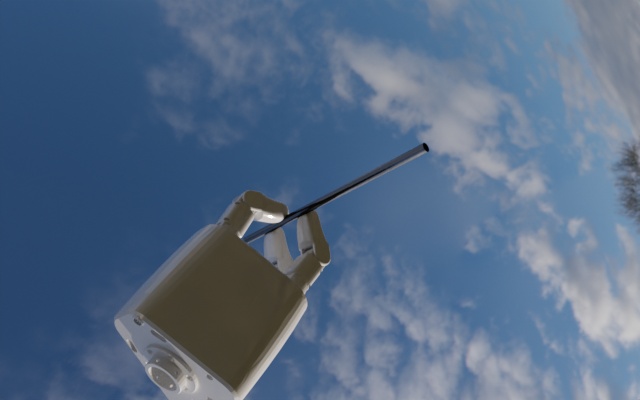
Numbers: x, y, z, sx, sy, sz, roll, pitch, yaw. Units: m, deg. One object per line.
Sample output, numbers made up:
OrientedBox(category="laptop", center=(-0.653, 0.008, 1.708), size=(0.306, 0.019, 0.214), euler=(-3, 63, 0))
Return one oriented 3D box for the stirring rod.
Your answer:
OrientedBox(category="stirring rod", center=(0.000, 0.001, 0.446), size=(0.011, 0.011, 0.239), euler=(0, -21, -46))
